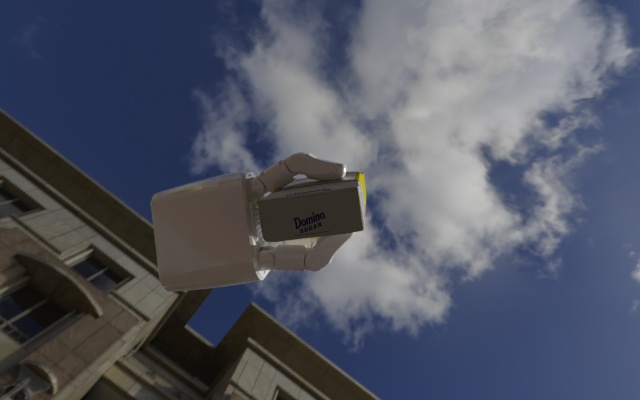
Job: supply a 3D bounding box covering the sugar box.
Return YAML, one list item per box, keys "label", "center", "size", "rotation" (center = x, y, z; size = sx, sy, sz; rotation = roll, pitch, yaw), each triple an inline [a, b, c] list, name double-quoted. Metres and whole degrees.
- label: "sugar box"
  center: [0.000, 0.002, 0.500]
  size: [0.093, 0.048, 0.176]
  rotation: [-8, 10, 8]
